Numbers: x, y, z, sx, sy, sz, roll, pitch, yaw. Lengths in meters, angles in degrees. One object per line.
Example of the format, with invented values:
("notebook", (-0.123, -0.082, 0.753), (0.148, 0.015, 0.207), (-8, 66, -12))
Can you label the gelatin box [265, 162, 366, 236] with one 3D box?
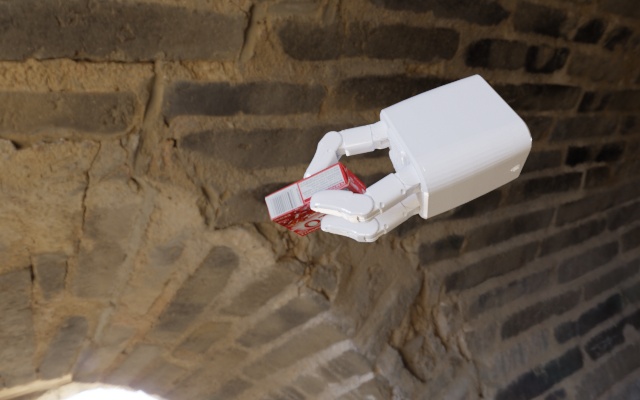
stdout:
("gelatin box", (0.000, 0.001, 0.491), (0.089, 0.030, 0.073), (-24, -24, 15))
